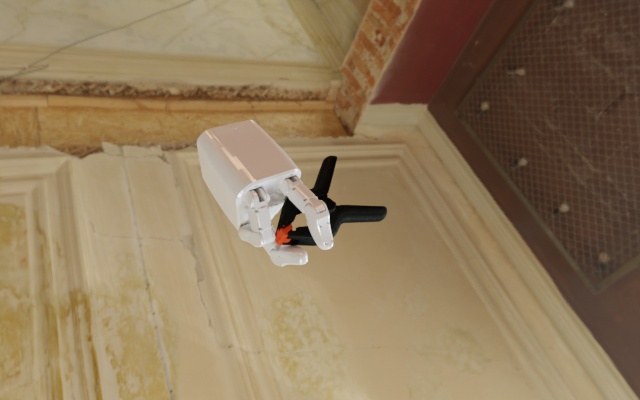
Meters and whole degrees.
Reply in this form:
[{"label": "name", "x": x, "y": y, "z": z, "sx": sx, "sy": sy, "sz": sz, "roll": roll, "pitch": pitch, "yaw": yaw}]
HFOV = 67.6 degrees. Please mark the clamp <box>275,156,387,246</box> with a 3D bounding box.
[{"label": "clamp", "x": 0.000, "y": 0.003, "z": 0.643, "sx": 0.171, "sy": 0.120, "sz": 0.039, "roll": -21, "pitch": -29, "yaw": -38}]
